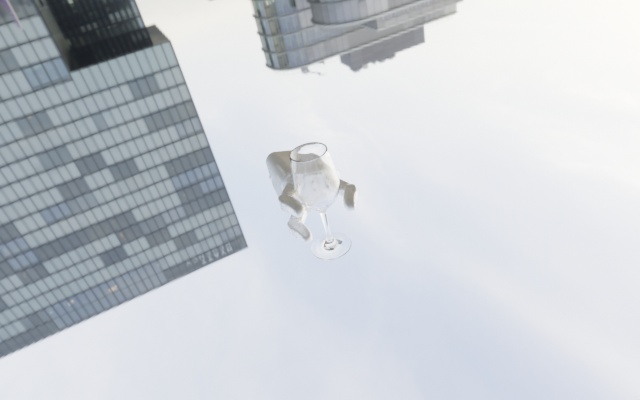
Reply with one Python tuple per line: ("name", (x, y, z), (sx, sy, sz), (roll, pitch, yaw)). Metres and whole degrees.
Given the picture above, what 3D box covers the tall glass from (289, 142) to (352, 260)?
("tall glass", (0.000, 0.003, 0.811), (0.079, 0.201, 0.079), (-9, 35, 6))
